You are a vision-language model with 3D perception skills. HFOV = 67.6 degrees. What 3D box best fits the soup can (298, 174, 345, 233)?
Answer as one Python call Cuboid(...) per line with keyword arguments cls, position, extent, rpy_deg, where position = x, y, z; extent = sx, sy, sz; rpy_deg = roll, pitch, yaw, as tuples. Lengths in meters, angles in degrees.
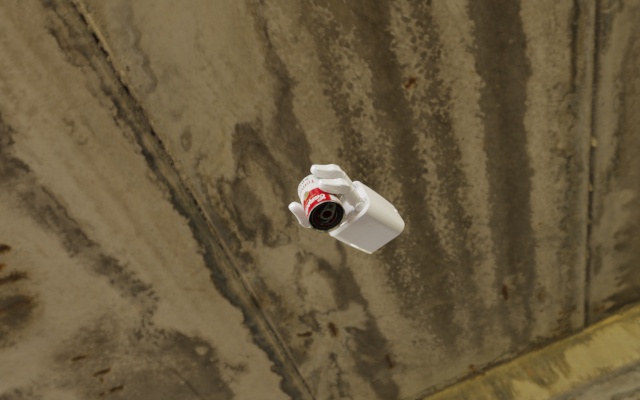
Cuboid(cls="soup can", position=(0.000, 0.003, 0.882), extent=(0.068, 0.068, 0.102), rpy_deg=(0, 32, -16))
